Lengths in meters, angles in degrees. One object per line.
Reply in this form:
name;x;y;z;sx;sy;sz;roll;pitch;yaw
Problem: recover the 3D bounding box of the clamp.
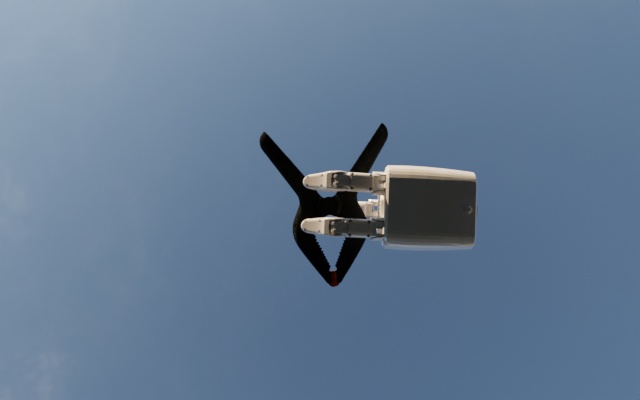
clamp;0.000;0.003;0.608;0.164;0.210;0.036;3;-5;2
